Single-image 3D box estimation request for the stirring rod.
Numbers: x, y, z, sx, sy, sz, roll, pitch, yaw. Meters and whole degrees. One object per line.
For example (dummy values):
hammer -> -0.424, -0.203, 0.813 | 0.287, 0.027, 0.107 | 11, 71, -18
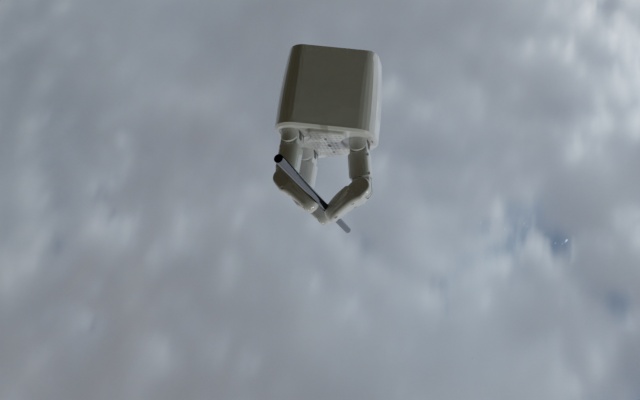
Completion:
stirring rod -> 0.000, 0.002, 0.502 | 0.011, 0.011, 0.240 | 0, -18, 18
